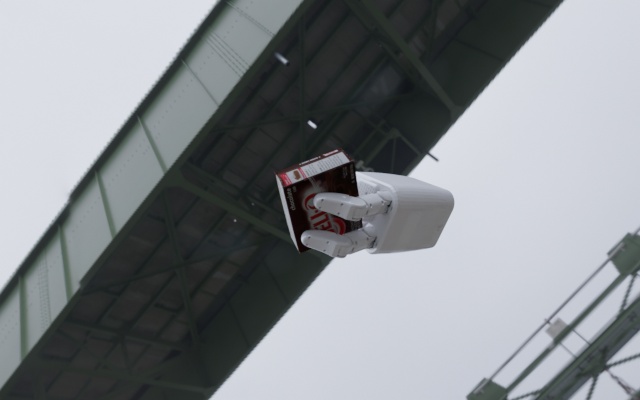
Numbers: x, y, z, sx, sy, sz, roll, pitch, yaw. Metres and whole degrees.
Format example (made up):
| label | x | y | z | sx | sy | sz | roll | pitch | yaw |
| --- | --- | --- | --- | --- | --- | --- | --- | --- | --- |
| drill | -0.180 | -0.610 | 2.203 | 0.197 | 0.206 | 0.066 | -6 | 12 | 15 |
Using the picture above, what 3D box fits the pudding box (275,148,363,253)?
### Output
| label | x | y | z | sx | sy | sz | roll | pitch | yaw |
| --- | --- | --- | --- | --- | --- | --- | --- | --- | --- |
| pudding box | 0.000 | 0.002 | 0.583 | 0.090 | 0.114 | 0.039 | -22 | 40 | -12 |
